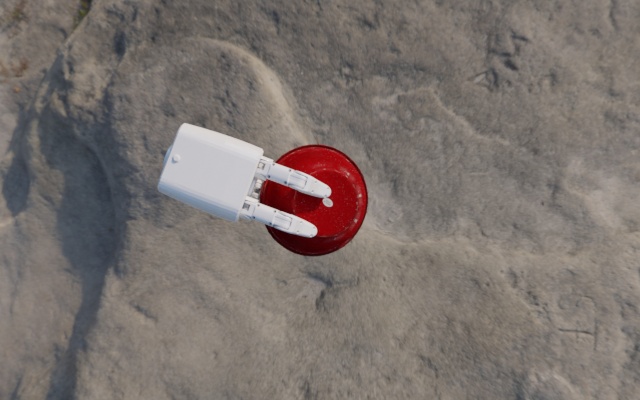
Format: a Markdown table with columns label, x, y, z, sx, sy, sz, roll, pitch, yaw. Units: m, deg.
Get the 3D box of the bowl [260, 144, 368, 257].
| label | x | y | z | sx | sy | sz | roll | pitch | yaw |
| --- | --- | --- | --- | --- | --- | --- | --- | --- | --- |
| bowl | 0.002 | 0.002 | 0.661 | 0.162 | 0.162 | 0.055 | 0 | 4 | -17 |
